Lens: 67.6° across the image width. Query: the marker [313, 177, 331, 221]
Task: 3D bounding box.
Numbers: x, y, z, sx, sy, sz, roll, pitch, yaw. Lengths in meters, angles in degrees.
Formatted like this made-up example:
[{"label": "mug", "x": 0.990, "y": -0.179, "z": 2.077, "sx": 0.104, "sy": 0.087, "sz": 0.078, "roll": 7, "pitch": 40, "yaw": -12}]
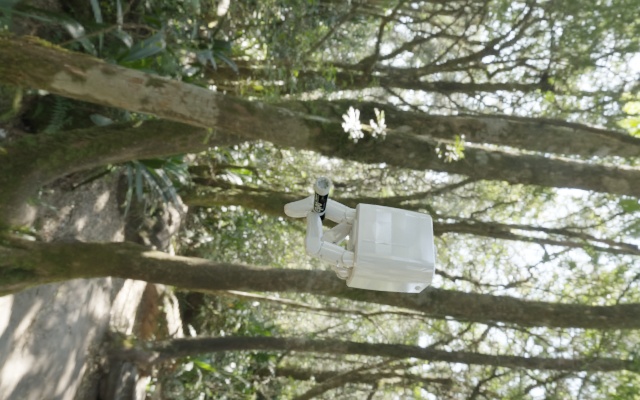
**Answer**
[{"label": "marker", "x": 0.000, "y": 0.002, "z": 0.623, "sx": 0.020, "sy": 0.020, "sz": 0.121, "roll": 0, "pitch": -22, "yaw": -3}]
